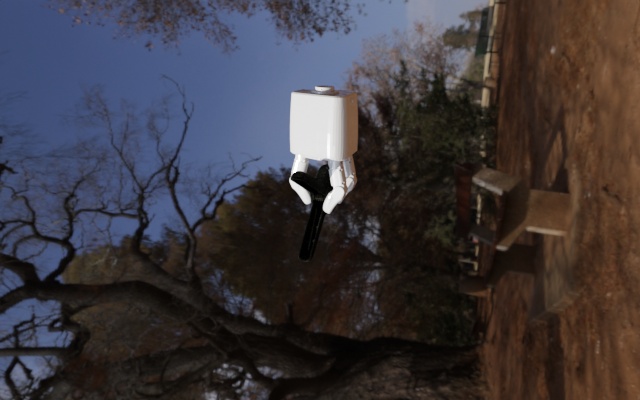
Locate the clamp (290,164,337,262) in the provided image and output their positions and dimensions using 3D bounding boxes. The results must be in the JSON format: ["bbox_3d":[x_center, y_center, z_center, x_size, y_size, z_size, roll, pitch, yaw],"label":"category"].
[{"bbox_3d":[0.000,0.002,0.864,0.036,0.165,0.210,7,21,20],"label":"clamp"}]
